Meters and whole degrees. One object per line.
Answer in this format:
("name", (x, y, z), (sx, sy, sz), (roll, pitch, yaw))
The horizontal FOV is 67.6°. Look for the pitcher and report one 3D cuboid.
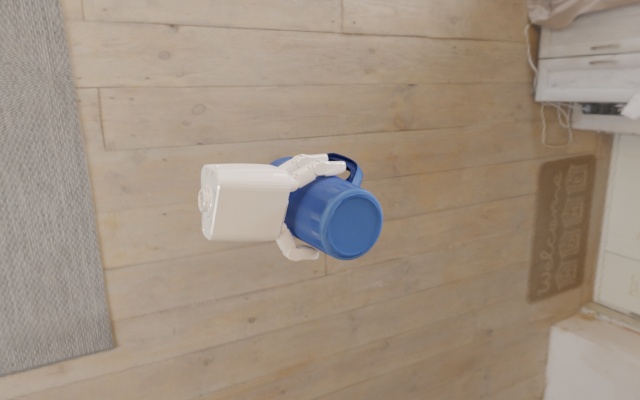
("pitcher", (0.000, 0.003, 0.780), (0.145, 0.149, 0.242), (1, 12, -29))
